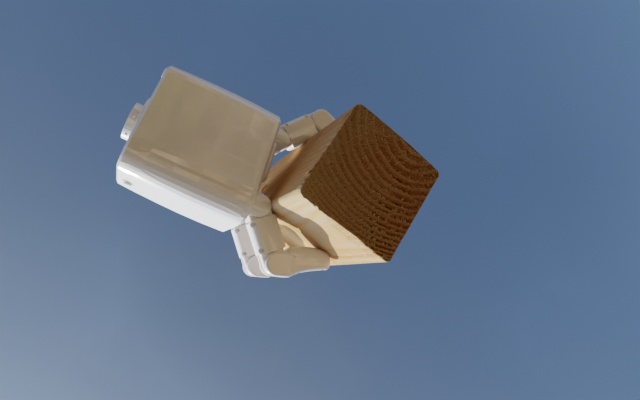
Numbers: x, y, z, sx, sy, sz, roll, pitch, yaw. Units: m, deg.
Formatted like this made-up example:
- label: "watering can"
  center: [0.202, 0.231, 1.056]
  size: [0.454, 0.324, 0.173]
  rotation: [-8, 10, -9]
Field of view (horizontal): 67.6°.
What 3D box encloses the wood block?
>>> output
- label: "wood block"
  center: [0.000, 0.001, 0.447]
  size: [0.090, 0.090, 0.206]
  rotation: [38, -21, -14]
